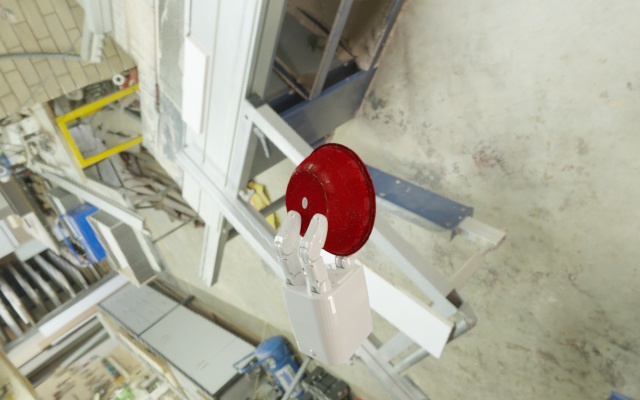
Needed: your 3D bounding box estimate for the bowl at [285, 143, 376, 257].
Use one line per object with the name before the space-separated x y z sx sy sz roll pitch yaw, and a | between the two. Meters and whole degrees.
bowl | -0.001 0.001 0.656 0.055 0.162 0.162 -8 5 -40
